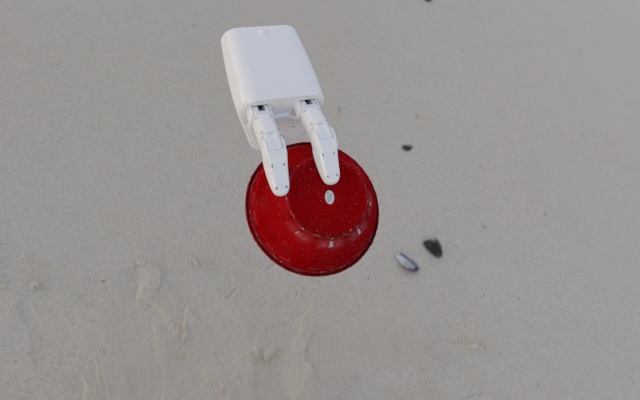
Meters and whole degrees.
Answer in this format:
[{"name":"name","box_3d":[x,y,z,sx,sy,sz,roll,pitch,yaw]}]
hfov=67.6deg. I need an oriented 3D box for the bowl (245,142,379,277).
[{"name":"bowl","box_3d":[0.001,0.003,0.531,0.162,0.162,0.055,0,-14,-17]}]
